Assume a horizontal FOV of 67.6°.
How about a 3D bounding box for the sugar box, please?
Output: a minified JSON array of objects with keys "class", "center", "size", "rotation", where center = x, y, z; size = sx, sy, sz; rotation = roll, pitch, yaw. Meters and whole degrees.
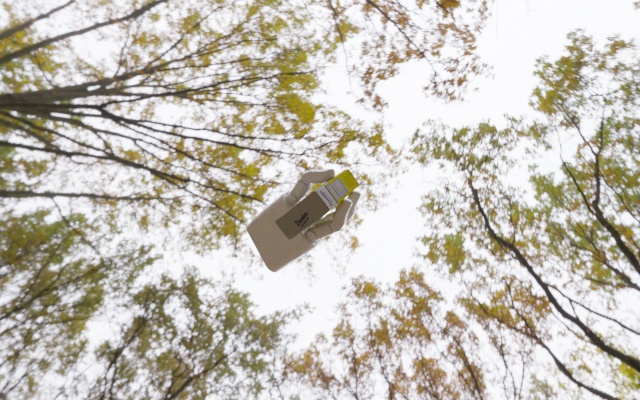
[{"class":"sugar box","center":[0.000,0.003,0.819],"size":[0.093,0.048,0.176],"rotation":[-37,2,26]}]
